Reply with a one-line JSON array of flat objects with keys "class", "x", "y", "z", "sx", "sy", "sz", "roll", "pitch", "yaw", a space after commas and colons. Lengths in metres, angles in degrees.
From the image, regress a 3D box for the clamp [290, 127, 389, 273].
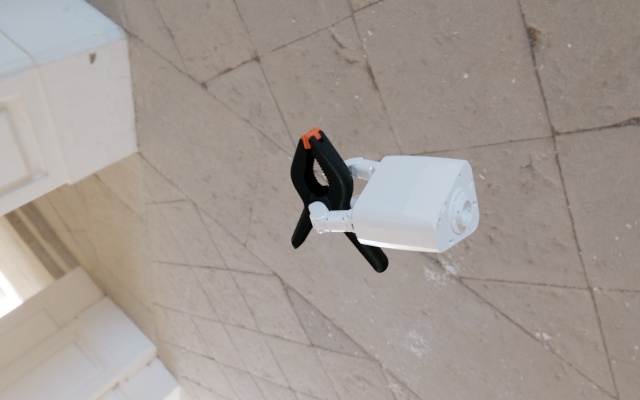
[{"class": "clamp", "x": 0.000, "y": 0.002, "z": 0.655, "sx": 0.164, "sy": 0.210, "sz": 0.036, "roll": 3, "pitch": 33, "yaw": 39}]
